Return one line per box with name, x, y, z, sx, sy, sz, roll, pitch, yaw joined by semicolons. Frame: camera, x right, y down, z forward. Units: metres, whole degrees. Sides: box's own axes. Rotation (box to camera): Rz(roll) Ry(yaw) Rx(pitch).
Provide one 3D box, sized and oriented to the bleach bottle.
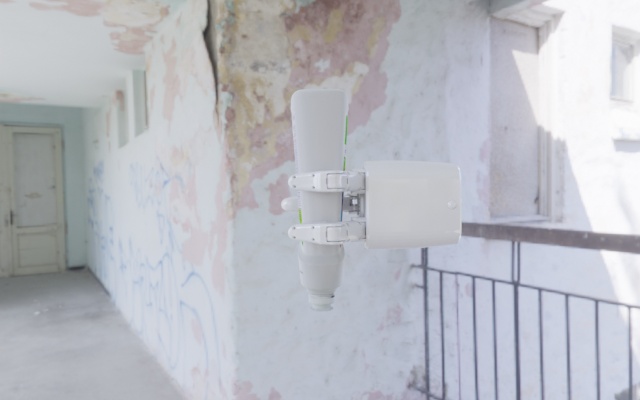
bleach bottle;0.000;0.002;0.567;0.068;0.251;0.102;-1;2;0
